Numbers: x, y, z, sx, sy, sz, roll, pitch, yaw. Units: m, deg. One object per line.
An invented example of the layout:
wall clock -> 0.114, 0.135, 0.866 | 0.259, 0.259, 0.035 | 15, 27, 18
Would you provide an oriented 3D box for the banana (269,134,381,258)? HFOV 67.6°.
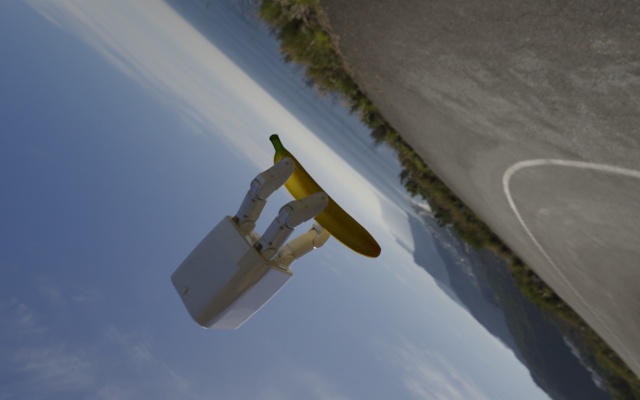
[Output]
banana -> -0.001, 0.004, 0.595 | 0.037, 0.197, 0.070 | -42, -13, -6
